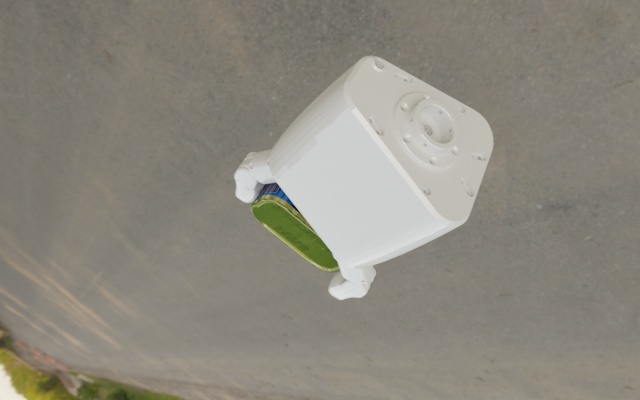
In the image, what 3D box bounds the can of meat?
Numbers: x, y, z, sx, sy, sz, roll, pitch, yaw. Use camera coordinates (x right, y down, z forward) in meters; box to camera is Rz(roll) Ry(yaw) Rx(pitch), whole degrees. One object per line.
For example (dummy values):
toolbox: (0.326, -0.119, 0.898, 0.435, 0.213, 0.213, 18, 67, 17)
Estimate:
can of meat: (0.000, 0.002, 0.422, 0.102, 0.084, 0.057, 39, -33, -15)
